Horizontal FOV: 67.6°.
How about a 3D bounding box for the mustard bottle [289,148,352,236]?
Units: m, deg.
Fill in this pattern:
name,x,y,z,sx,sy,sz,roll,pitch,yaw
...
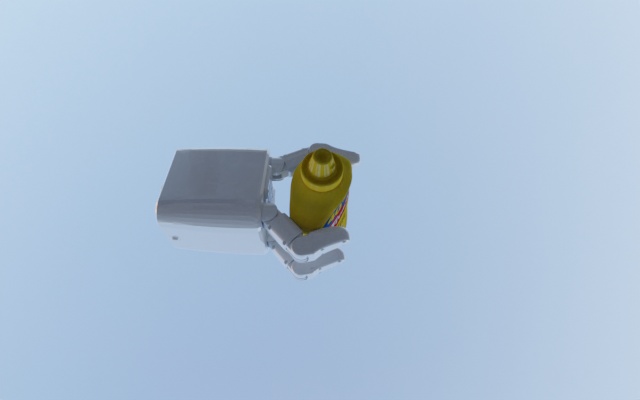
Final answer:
name,x,y,z,sx,sy,sz,roll,pitch,yaw
mustard bottle,0.000,0.002,0.518,0.058,0.096,0.192,24,-24,11
